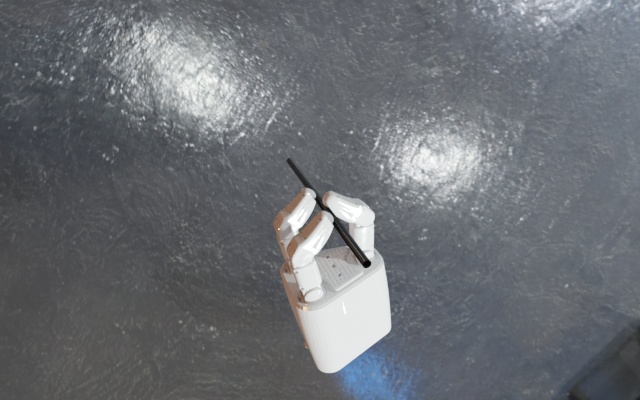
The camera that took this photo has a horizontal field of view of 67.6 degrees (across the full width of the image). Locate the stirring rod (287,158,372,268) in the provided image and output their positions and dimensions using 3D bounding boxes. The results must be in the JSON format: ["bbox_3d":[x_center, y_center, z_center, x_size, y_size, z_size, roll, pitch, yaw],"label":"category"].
[{"bbox_3d":[0.000,0.002,0.500,0.011,0.011,0.239,0,25,-21],"label":"stirring rod"}]
